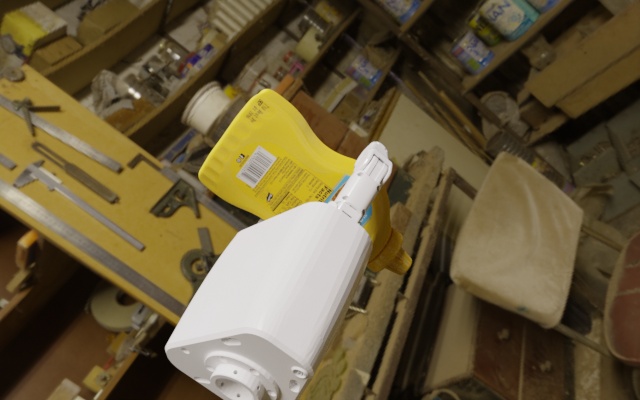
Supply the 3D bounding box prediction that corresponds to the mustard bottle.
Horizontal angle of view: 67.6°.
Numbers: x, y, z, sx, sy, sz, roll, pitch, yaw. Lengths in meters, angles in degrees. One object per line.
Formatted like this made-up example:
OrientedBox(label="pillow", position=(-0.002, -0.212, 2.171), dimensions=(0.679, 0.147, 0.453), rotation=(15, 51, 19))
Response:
OrientedBox(label="mustard bottle", position=(0.000, 0.001, 0.404), dimensions=(0.191, 0.096, 0.058), rotation=(38, 21, -8))
